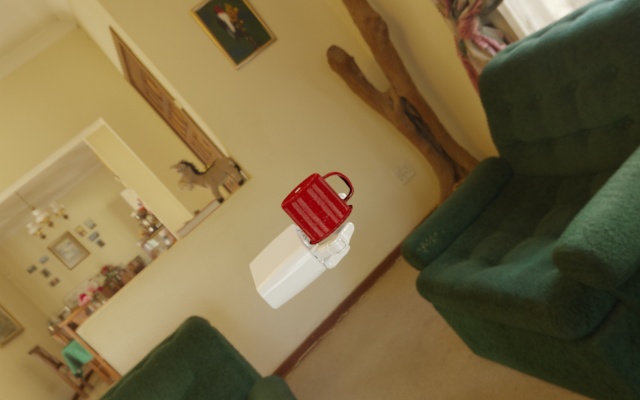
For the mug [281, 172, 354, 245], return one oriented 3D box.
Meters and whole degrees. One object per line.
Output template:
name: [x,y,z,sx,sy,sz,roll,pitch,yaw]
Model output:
mug: [0.001,0.001,0.766,0.117,0.081,0.093,-42,10,1]
